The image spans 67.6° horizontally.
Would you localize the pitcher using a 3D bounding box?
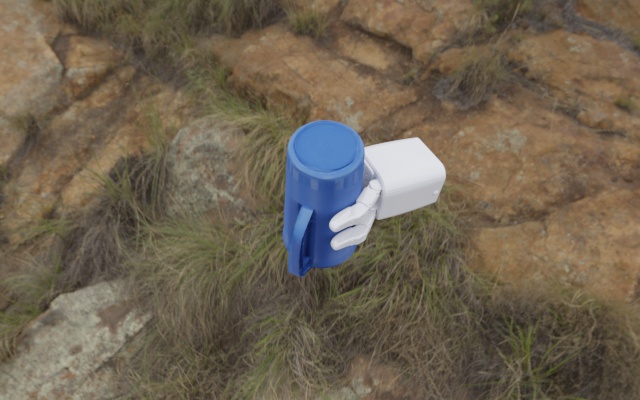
[{"bbox_3d":[0.000,0.002,0.744,0.145,0.149,0.243,-15,-33,-12],"label":"pitcher"}]
